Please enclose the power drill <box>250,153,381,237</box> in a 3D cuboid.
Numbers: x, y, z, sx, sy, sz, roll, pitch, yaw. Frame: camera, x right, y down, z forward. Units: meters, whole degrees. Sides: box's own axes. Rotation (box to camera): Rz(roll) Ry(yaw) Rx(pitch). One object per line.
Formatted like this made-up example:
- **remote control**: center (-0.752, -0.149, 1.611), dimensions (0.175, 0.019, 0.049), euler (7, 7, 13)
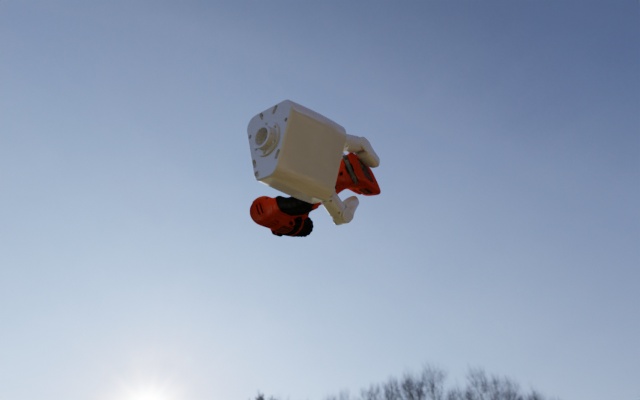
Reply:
- **power drill**: center (0.000, 0.002, 0.777), dimensions (0.188, 0.057, 0.184), euler (-29, -19, 14)
